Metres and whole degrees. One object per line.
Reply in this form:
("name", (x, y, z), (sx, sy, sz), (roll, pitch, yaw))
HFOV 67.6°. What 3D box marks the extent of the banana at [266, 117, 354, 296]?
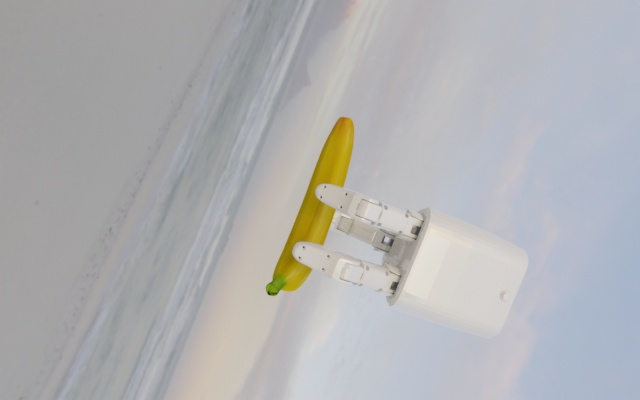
("banana", (-0.004, 0.011, 0.478), (0.037, 0.197, 0.070), (21, -22, 0))
